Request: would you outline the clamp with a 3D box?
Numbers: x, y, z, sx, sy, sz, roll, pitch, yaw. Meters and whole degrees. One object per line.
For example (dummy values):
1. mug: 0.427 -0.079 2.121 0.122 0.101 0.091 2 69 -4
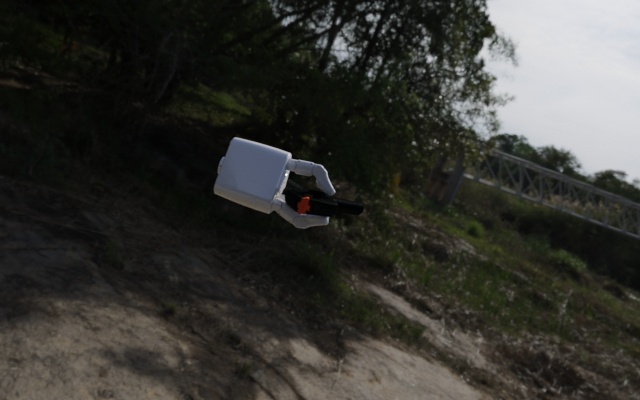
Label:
1. clamp: 0.000 0.002 0.854 0.164 0.036 0.210 17 8 2
